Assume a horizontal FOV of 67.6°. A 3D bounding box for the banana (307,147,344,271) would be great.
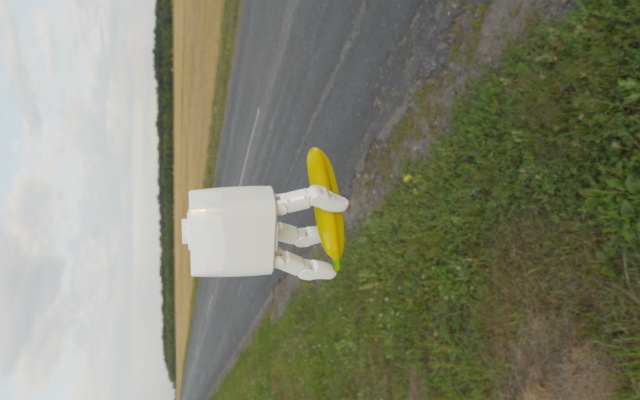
[{"bbox_3d":[0.004,-0.002,0.682,0.037,0.197,0.070,-3,-23,-14],"label":"banana"}]
